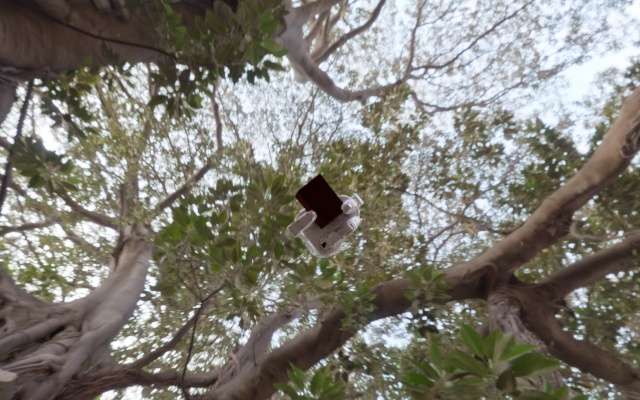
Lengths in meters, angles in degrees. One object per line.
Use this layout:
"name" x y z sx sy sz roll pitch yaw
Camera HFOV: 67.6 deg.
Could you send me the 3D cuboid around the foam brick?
"foam brick" 0.000 0.002 0.833 0.053 0.078 0.051 -37 -3 -13
